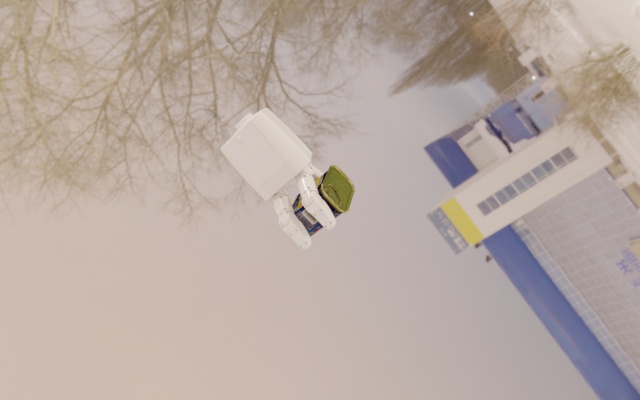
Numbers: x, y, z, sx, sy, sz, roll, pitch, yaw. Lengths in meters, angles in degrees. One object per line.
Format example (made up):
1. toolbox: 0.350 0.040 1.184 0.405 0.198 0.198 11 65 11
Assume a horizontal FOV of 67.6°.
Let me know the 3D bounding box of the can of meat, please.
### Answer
1. can of meat: 0.000 0.003 0.751 0.084 0.057 0.102 -38 14 27
